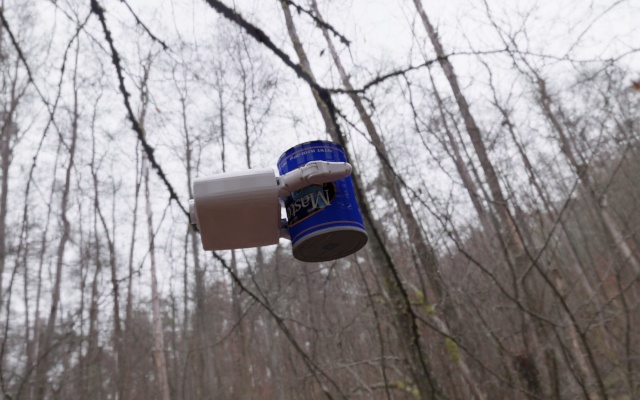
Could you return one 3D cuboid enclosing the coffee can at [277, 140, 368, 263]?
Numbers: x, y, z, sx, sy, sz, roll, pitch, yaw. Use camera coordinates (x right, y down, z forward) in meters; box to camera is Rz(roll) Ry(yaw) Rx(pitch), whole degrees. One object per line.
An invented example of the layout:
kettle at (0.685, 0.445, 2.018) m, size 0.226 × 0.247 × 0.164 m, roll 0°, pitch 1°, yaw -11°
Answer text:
coffee can at (0.000, 0.002, 0.665) m, size 0.103 × 0.140 × 0.103 m, roll -10°, pitch -27°, yaw -5°
